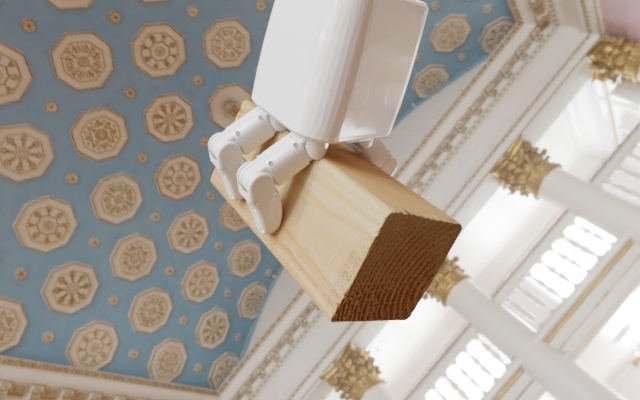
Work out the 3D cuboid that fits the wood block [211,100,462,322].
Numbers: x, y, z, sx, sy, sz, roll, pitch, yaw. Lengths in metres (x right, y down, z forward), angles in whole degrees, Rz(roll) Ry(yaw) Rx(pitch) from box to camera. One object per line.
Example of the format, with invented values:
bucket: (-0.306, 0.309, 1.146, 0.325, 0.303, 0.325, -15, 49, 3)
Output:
wood block: (0.000, 0.001, 0.404, 0.091, 0.090, 0.206, 11, 22, -42)
